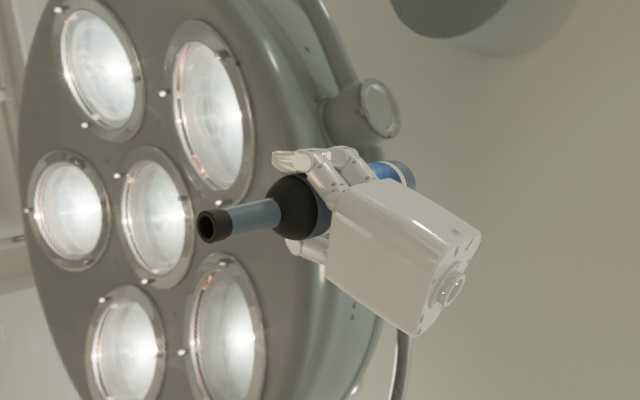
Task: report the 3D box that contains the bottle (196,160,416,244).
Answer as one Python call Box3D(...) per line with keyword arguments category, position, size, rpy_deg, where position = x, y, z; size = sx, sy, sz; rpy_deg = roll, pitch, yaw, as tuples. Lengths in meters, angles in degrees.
Box3D(category="bottle", position=(0.000, 0.002, 0.500), size=(0.069, 0.069, 0.295), rpy_deg=(0, 8, 40))
